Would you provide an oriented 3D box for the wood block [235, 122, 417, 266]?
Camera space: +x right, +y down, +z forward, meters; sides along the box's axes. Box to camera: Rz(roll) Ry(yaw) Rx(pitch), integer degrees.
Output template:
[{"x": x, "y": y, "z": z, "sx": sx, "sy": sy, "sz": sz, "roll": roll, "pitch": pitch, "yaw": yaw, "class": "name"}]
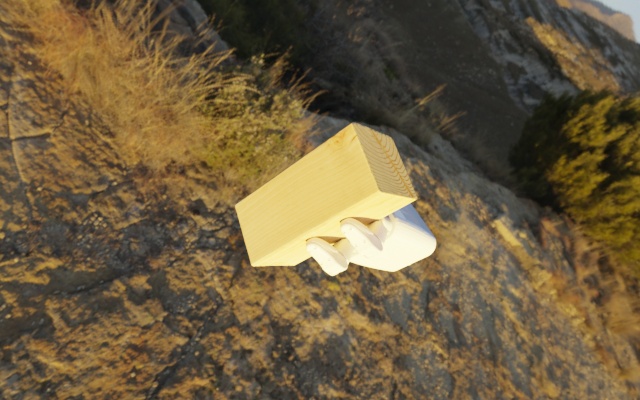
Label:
[{"x": 0.000, "y": 0.002, "z": 0.597, "sx": 0.206, "sy": 0.090, "sz": 0.090, "roll": -32, "pitch": -24, "yaw": 32, "class": "wood block"}]
